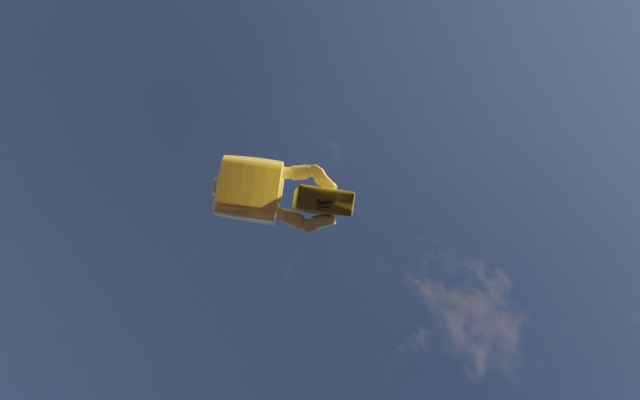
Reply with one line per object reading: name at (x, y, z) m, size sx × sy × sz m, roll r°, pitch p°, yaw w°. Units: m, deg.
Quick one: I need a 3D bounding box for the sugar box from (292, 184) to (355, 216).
sugar box at (0.000, 0.003, 0.841) m, size 0.093 × 0.048 × 0.176 m, roll 8°, pitch 0°, yaw -5°
